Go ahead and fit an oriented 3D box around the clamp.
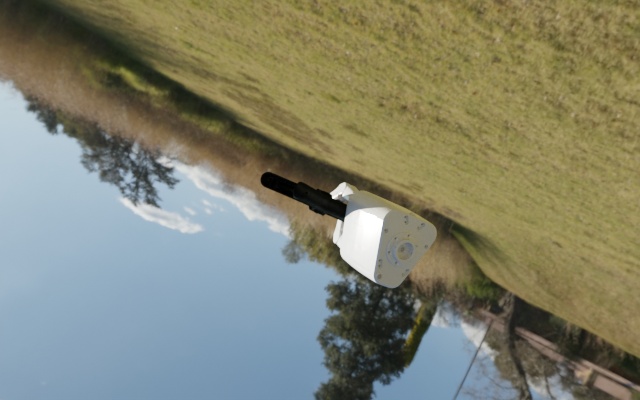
[{"bbox_3d":[0.000,0.003,0.723,0.171,0.039,0.120,22,4,-25],"label":"clamp"}]
